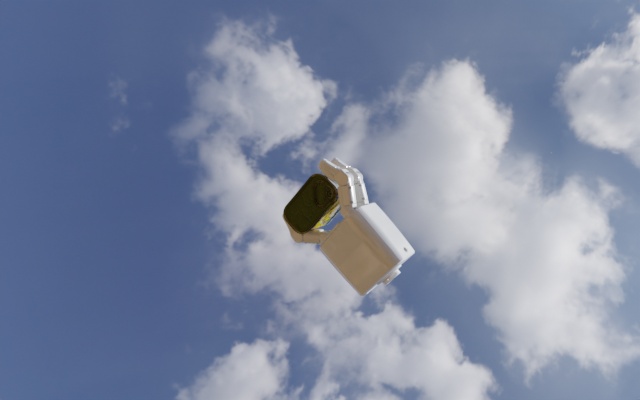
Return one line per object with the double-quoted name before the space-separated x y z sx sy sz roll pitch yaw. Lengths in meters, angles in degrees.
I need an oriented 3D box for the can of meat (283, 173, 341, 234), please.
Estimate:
"can of meat" 0.000 0.003 0.791 0.057 0.102 0.084 47 22 15
